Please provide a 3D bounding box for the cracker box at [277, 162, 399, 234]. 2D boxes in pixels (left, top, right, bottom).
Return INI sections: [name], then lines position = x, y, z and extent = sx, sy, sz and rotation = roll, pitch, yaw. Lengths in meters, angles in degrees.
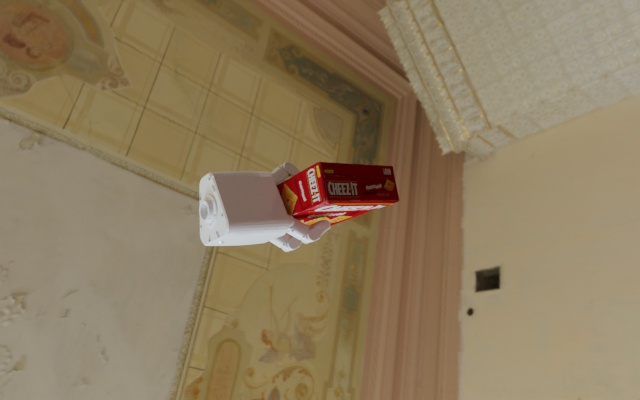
[cracker box]
position = 0.000, 0.003, 0.816
extent = 0.164, 0.072, 0.214
rotation = -1, -15, -40
